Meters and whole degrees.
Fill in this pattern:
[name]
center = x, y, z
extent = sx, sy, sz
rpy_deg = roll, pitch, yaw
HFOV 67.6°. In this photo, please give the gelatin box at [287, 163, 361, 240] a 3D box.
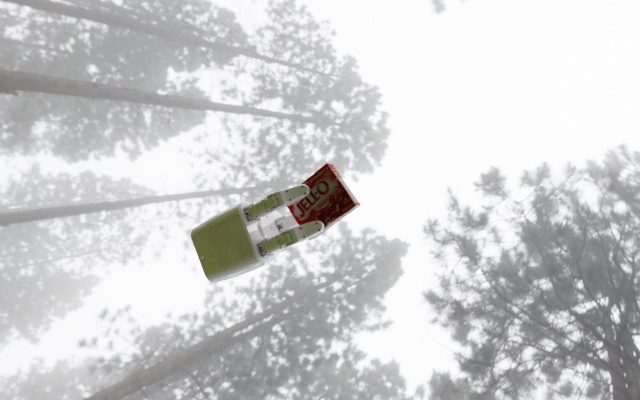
[gelatin box]
center = 0.001, 0.002, 0.678
extent = 0.089, 0.073, 0.030
rpy_deg = -37, -11, 18
